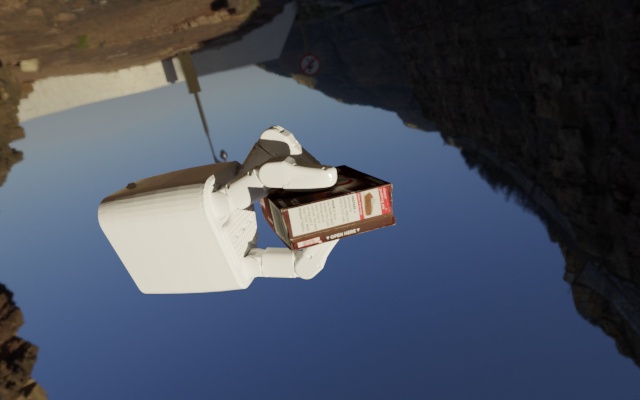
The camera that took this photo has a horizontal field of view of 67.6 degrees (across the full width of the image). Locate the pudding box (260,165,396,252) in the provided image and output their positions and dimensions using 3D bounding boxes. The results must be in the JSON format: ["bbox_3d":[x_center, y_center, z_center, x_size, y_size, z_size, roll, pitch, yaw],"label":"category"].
[{"bbox_3d":[0.000,0.002,0.409,0.090,0.039,0.113,-14,17,-14],"label":"pudding box"}]
